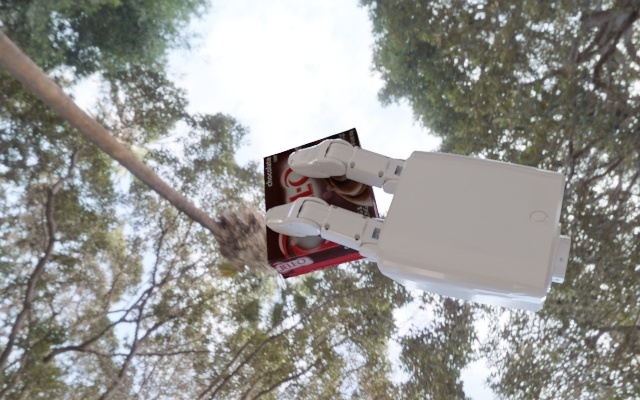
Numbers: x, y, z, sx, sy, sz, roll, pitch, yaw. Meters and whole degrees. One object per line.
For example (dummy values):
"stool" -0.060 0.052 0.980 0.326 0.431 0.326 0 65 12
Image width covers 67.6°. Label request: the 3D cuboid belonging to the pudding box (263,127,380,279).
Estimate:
"pudding box" 0.000 0.001 0.402 0.090 0.113 0.039 -16 -38 12
